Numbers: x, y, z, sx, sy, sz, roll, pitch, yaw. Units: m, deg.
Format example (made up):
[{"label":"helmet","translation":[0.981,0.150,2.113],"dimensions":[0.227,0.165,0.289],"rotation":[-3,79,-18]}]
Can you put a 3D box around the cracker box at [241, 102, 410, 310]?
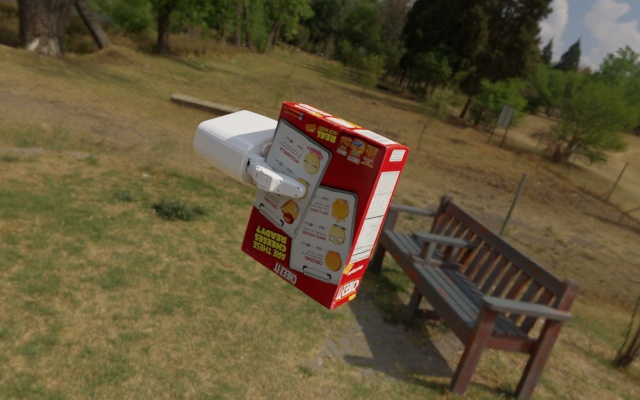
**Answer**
[{"label":"cracker box","translation":[0.000,0.002,0.612],"dimensions":[0.164,0.214,0.072],"rotation":[28,20,31]}]
